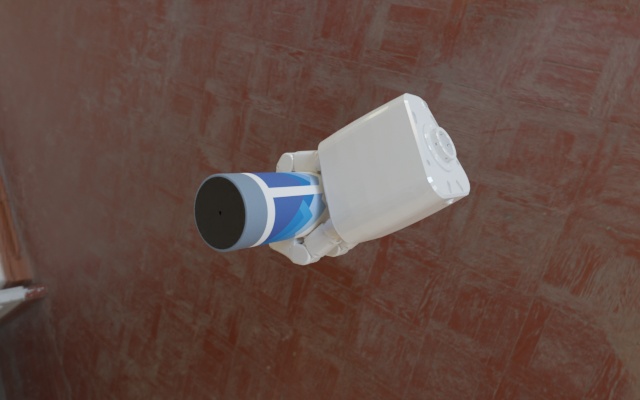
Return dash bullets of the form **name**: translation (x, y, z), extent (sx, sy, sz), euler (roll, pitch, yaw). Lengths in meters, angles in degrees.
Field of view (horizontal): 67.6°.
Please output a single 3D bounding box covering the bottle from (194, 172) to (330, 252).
- **bottle**: translation (0.000, 0.002, 0.521), extent (0.069, 0.069, 0.295), euler (0, 3, 36)
